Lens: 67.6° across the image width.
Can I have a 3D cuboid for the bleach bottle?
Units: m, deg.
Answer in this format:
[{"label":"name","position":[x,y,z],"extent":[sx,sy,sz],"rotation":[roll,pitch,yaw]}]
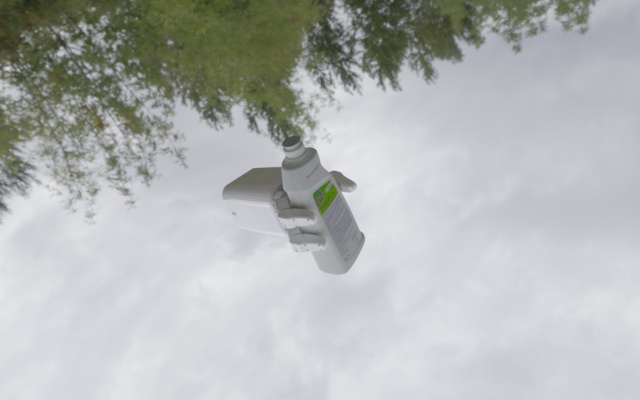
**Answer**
[{"label":"bleach bottle","position":[0.000,0.003,0.756],"extent":[0.068,0.251,0.102],"rotation":[5,45,31]}]
